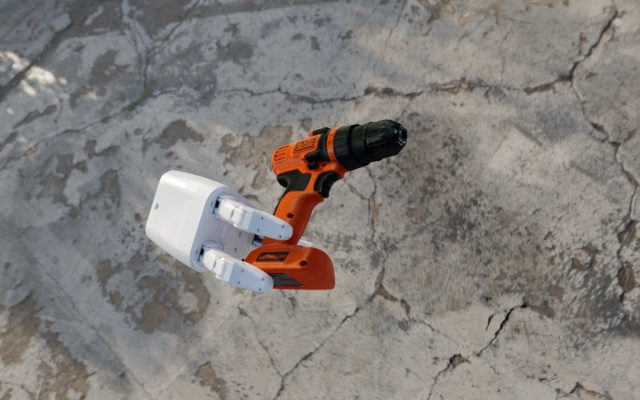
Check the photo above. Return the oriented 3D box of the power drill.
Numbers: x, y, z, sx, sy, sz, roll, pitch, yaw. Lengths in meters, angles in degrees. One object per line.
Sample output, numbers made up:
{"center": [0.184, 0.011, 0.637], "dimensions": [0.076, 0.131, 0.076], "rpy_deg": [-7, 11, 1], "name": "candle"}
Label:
{"center": [0.000, 0.002, 0.517], "dimensions": [0.184, 0.187, 0.057], "rpy_deg": [-11, -40, 42], "name": "power drill"}
